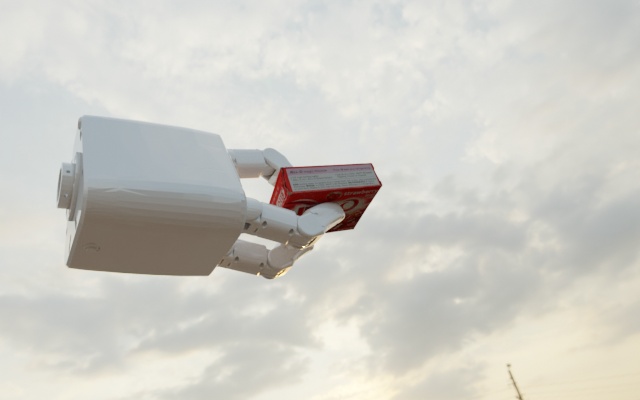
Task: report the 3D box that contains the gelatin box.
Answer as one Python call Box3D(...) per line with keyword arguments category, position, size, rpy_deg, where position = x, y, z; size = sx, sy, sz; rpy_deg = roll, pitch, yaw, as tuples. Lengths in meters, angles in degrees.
Box3D(category="gelatin box", position=(0.000, 0.001, 0.427), size=(0.089, 0.030, 0.073), rpy_deg=(-5, -33, -24))
